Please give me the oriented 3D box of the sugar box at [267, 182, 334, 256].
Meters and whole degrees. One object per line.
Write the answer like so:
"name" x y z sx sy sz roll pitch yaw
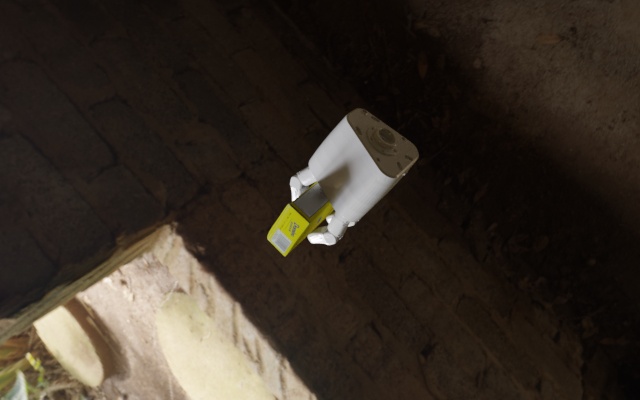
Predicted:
"sugar box" 0.001 0.003 0.720 0.176 0.048 0.093 -38 -11 -44
